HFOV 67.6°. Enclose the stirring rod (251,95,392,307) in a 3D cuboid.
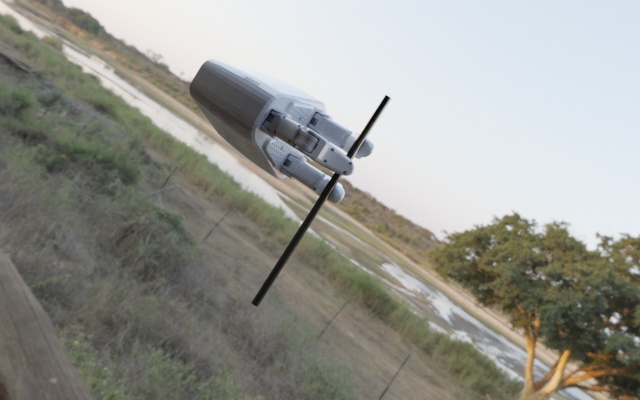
[{"bbox_3d":[0.000,0.002,0.465,0.011,0.239,0.011,33,3,-2],"label":"stirring rod"}]
